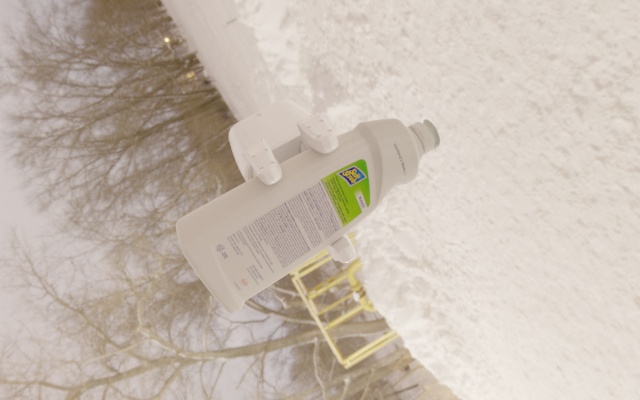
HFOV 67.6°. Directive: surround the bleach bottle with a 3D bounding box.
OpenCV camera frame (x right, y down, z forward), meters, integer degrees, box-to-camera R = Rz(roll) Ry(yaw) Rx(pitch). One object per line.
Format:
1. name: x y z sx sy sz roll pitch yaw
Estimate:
1. bleach bottle: 0.000 0.001 0.449 0.251 0.103 0.068 -29 37 -5
